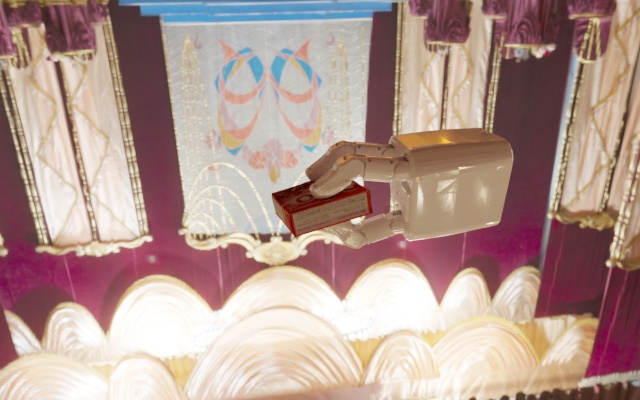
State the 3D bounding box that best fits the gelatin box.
[{"bbox_3d":[0.000,0.002,0.508,0.089,0.030,0.073,-17,23,-15],"label":"gelatin box"}]
